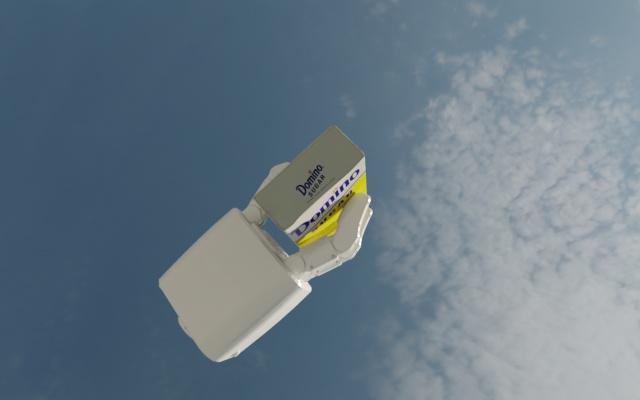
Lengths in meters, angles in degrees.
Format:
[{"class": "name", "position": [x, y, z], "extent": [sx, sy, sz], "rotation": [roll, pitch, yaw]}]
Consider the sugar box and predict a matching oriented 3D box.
[{"class": "sugar box", "position": [0.000, 0.002, 0.467], "extent": [0.093, 0.048, 0.176], "rotation": [-43, -12, -4]}]
